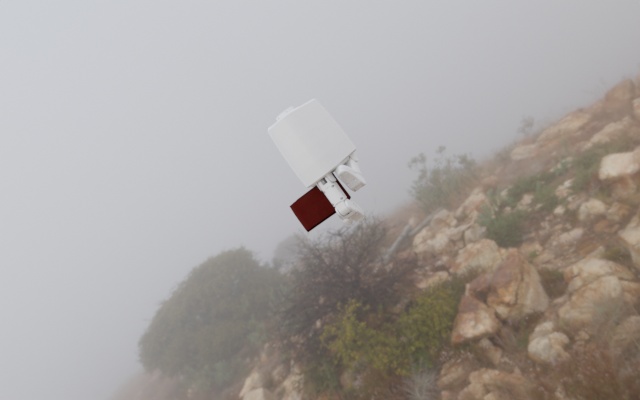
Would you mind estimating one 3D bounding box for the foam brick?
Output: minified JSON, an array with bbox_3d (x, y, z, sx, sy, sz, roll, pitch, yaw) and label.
[{"bbox_3d":[0.000,0.003,0.756,0.078,0.051,0.053,-36,5,21],"label":"foam brick"}]
